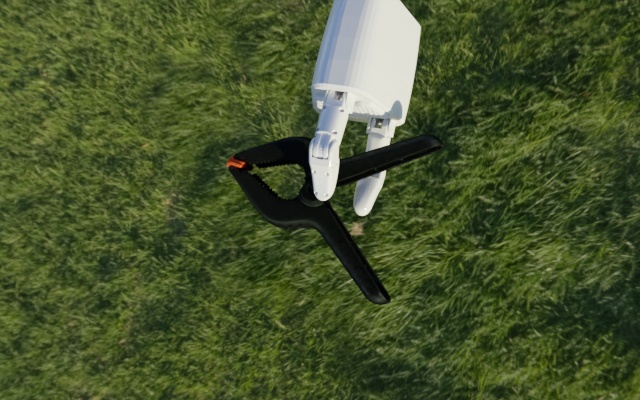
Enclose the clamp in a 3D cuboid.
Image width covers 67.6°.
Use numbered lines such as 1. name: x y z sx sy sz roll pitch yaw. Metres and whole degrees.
1. clamp: -0.001 0.001 0.469 0.210 0.164 0.036 12 -5 18
